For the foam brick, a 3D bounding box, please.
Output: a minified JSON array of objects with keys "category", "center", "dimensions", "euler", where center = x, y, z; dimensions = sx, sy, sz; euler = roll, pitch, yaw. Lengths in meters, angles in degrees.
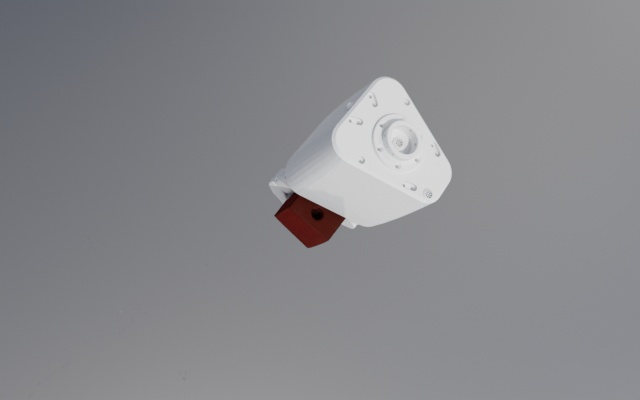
[{"category":"foam brick","center":[0.000,0.002,0.495],"dimensions":[0.053,0.078,0.051],"euler":[43,-24,-10]}]
